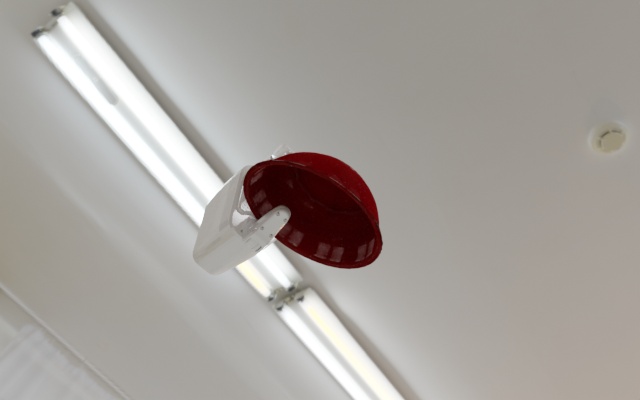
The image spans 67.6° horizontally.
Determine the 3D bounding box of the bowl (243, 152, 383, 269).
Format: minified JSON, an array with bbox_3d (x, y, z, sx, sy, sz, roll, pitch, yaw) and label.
[{"bbox_3d":[0.001,0.001,0.509,0.162,0.055,0.162,22,-35,16],"label":"bowl"}]
